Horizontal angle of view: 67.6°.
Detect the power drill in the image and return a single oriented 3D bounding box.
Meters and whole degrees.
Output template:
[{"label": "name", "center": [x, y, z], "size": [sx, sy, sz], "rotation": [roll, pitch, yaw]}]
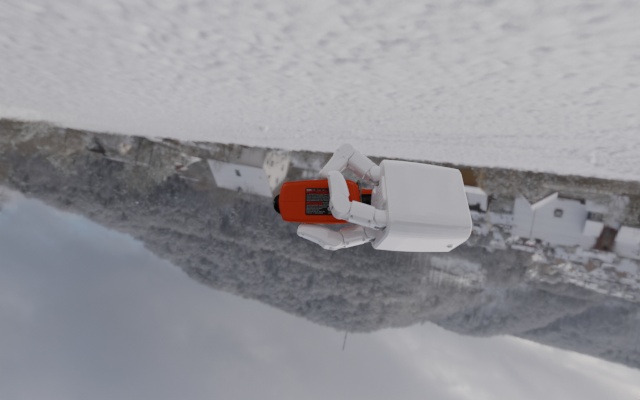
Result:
[{"label": "power drill", "center": [0.000, 0.002, 0.698], "size": [0.184, 0.057, 0.187], "rotation": [-2, 0, 11]}]
